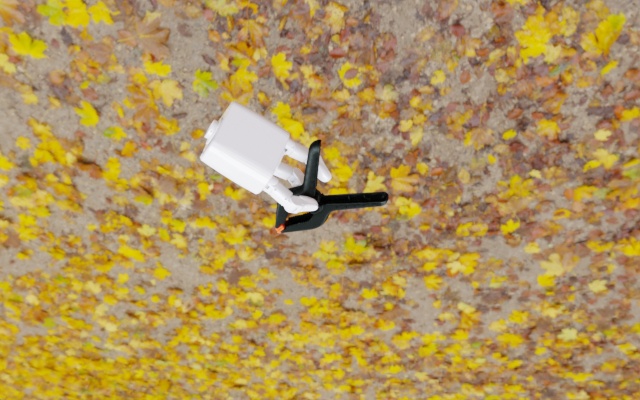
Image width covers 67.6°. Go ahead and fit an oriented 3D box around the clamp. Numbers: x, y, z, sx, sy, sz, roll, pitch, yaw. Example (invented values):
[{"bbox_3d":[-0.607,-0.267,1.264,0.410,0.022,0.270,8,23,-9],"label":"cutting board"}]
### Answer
[{"bbox_3d":[0.000,0.003,0.817,0.164,0.036,0.210,31,-49,-18],"label":"clamp"}]
